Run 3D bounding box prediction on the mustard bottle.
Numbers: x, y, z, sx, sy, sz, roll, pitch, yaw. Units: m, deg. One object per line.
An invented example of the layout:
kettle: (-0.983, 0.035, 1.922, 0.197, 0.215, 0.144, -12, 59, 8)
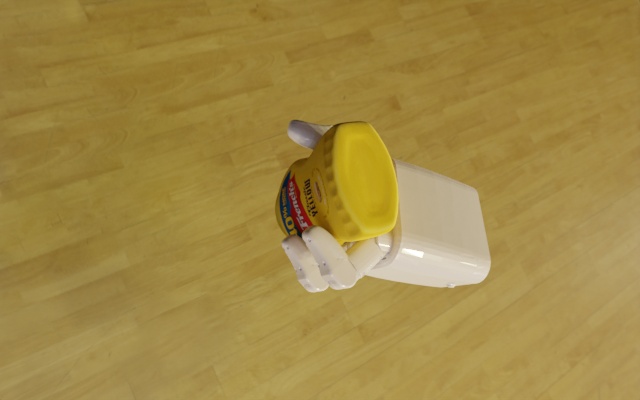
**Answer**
mustard bottle: (0.000, 0.001, 0.461, 0.058, 0.096, 0.192, -11, -9, -26)
